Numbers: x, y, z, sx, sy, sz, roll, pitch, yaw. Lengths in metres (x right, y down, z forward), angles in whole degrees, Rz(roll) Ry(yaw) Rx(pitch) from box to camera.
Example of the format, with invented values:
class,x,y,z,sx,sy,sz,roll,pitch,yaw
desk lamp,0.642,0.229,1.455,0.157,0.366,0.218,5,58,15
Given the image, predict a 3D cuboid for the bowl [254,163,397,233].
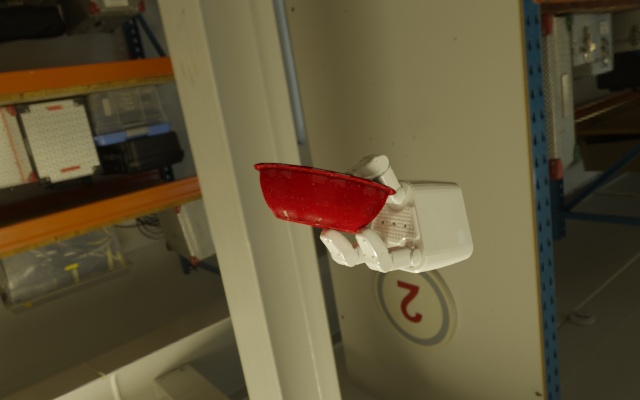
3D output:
class,x,y,z,sx,sy,sz,roll,pitch,yaw
bowl,-0.001,0.002,0.535,0.162,0.055,0.162,11,-4,1
